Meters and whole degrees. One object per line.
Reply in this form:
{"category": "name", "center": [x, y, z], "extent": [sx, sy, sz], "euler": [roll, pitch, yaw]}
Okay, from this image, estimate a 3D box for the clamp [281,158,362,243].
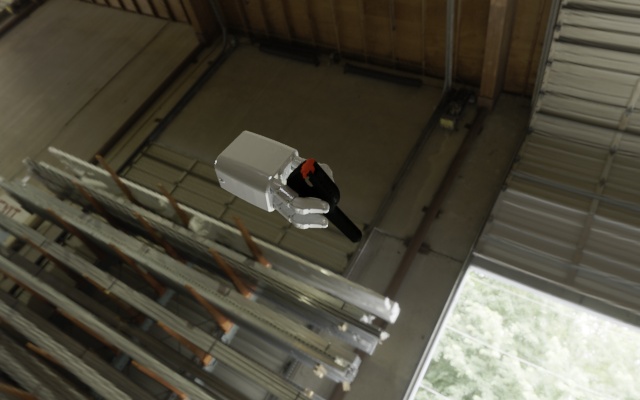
{"category": "clamp", "center": [0.000, 0.002, 0.818], "extent": [0.164, 0.036, 0.210], "euler": [21, -26, 11]}
